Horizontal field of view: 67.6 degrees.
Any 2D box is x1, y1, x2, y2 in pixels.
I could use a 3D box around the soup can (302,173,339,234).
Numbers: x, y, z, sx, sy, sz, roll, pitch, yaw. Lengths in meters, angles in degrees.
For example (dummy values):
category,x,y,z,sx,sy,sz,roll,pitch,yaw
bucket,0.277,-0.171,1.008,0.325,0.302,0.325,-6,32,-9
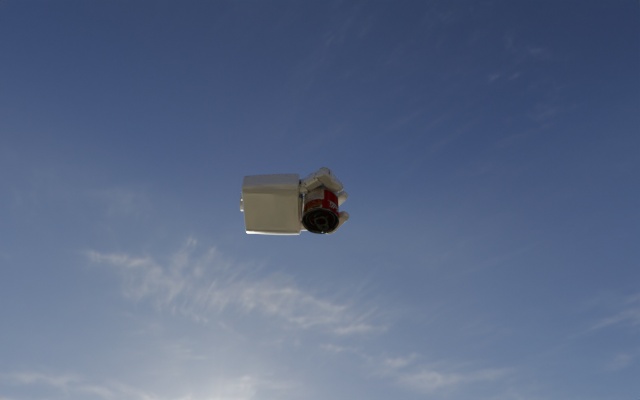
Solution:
category,x,y,z,sx,sy,sz,roll,pitch,yaw
soup can,0.001,0.003,0.896,0.068,0.102,0.069,0,-45,0
